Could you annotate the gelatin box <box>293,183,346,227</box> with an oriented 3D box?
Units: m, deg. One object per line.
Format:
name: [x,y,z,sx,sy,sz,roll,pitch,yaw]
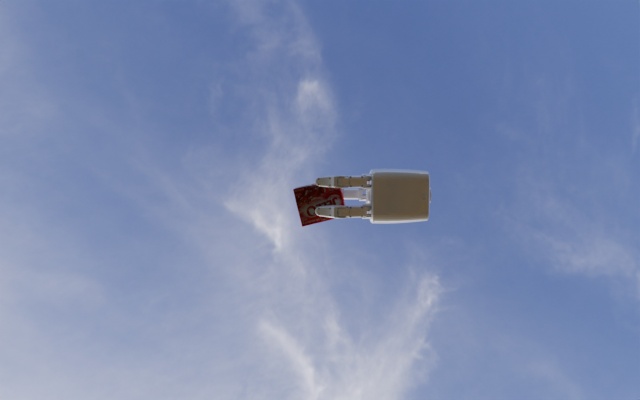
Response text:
gelatin box: [0.000,0.003,0.896,0.089,0.073,0.030,-13,5,6]
